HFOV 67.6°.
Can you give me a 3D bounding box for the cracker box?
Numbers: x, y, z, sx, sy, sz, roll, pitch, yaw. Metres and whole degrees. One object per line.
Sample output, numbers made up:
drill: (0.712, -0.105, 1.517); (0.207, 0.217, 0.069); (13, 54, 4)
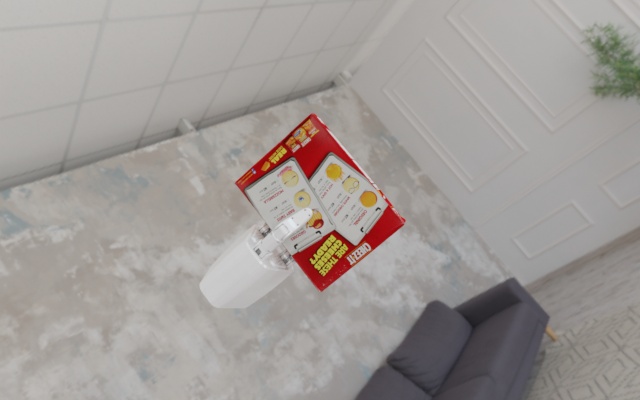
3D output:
cracker box: (0.000, 0.002, 0.730); (0.164, 0.213, 0.072); (-41, -7, 11)
